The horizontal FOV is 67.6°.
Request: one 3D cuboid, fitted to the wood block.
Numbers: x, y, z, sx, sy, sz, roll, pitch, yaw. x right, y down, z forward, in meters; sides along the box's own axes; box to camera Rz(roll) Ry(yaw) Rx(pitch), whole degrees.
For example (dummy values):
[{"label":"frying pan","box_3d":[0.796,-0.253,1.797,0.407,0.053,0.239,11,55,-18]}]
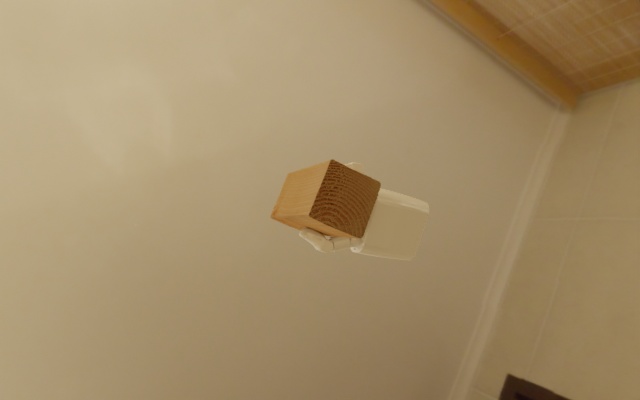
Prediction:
[{"label":"wood block","box_3d":[0.000,0.003,0.770,0.090,0.091,0.206,24,-11,-18]}]
